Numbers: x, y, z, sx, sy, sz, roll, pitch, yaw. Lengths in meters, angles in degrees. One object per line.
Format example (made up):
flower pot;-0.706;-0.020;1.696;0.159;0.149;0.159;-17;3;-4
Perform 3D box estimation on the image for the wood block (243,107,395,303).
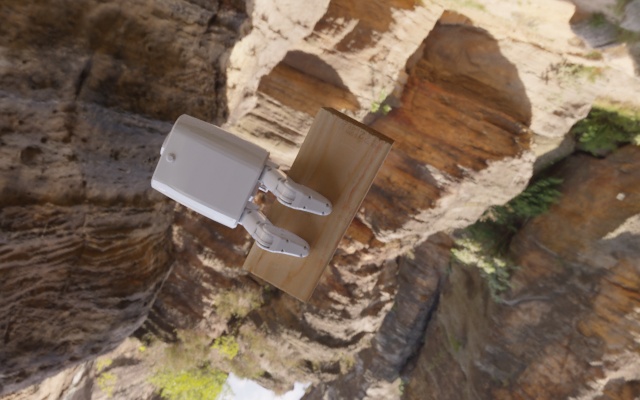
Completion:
wood block;0.000;0.002;0.570;0.090;0.206;0.091;28;14;4
